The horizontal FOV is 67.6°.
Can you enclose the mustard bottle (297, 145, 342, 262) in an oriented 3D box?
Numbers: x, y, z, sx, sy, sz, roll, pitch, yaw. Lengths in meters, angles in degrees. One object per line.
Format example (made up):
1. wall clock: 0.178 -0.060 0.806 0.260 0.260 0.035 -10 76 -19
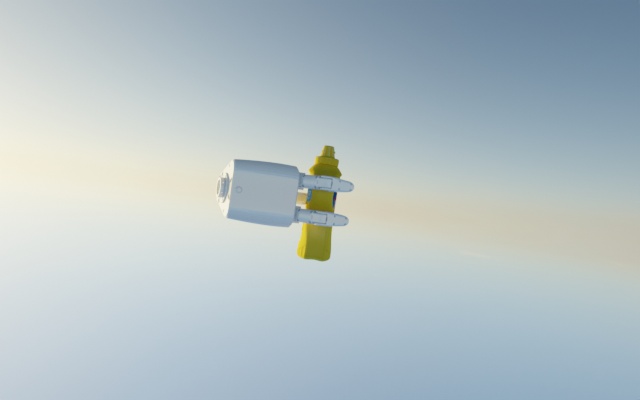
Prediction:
1. mustard bottle: 0.000 0.003 0.808 0.058 0.191 0.096 8 0 0
